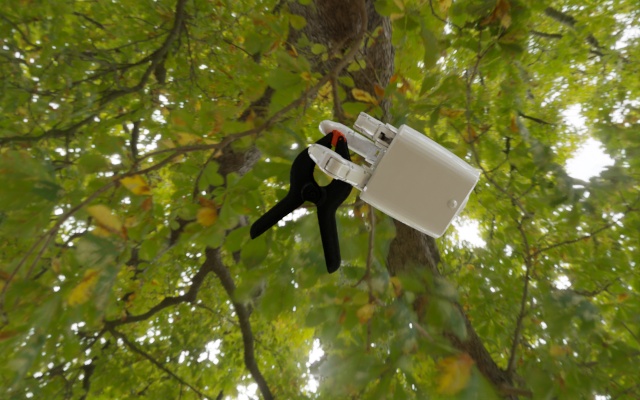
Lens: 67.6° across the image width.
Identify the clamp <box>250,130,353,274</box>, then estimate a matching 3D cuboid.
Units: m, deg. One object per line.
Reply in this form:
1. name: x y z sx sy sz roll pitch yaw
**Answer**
1. clamp: 0.000 0.002 0.583 0.120 0.171 0.039 30 11 1
